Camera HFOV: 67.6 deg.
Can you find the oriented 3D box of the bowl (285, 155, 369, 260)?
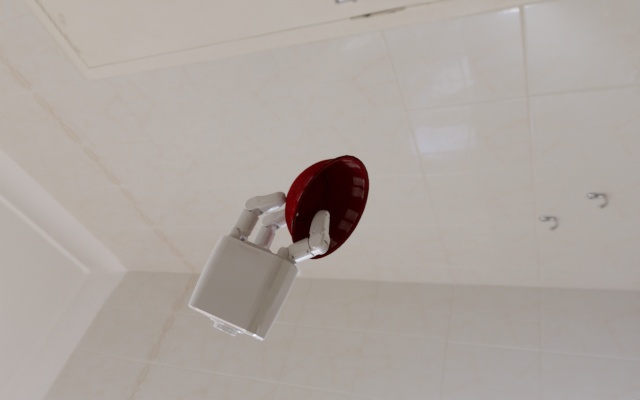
[{"bbox_3d":[0.001,0.001,0.697,0.055,0.162,0.162,29,18,36],"label":"bowl"}]
